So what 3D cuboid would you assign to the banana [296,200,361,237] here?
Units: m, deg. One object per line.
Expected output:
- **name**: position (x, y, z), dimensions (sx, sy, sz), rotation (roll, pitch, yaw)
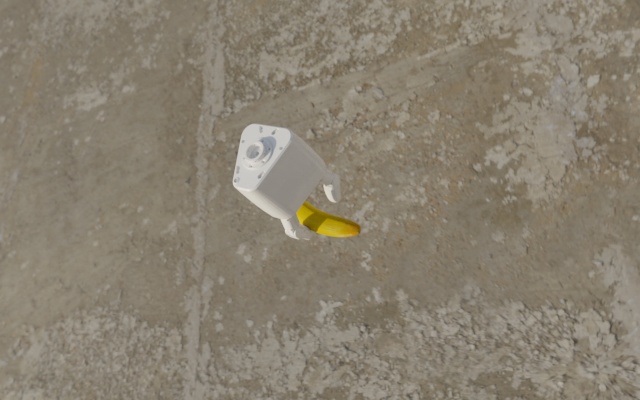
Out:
- **banana**: position (-0.015, 0.014, 0.826), dimensions (0.197, 0.069, 0.037), rotation (43, -5, 36)
